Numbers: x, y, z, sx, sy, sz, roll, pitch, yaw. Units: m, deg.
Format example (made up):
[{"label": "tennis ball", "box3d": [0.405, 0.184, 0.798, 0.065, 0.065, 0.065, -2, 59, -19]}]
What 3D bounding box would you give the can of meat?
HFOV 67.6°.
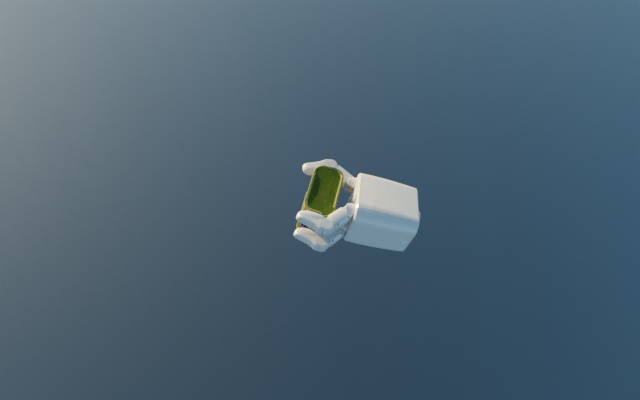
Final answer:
[{"label": "can of meat", "box3d": [0.000, 0.002, 0.809, 0.057, 0.102, 0.084, 16, -32, -1]}]
